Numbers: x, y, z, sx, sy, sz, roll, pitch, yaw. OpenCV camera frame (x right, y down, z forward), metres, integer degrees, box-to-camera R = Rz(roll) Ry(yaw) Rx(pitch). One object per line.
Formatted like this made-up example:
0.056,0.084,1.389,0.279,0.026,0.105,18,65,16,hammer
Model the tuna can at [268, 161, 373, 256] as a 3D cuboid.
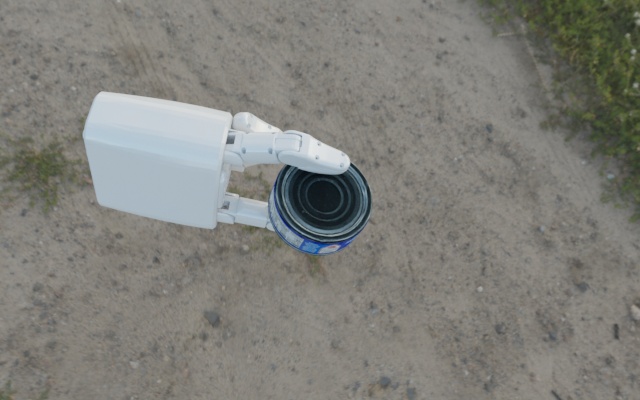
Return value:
0.000,0.001,0.406,0.086,0.086,0.034,0,-23,-16,tuna can
